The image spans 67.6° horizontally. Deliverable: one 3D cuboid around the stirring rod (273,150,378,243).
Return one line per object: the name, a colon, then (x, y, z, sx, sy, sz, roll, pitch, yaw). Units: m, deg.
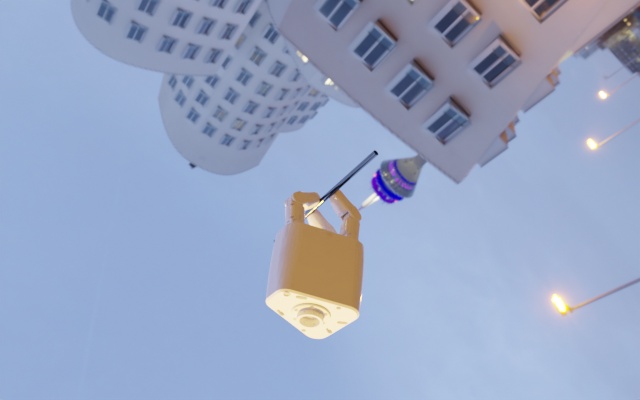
stirring rod: (0.000, 0.002, 0.690, 0.011, 0.011, 0.240, 0, -32, -45)
